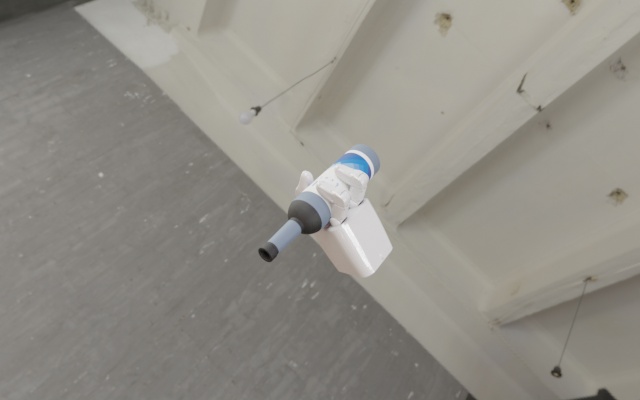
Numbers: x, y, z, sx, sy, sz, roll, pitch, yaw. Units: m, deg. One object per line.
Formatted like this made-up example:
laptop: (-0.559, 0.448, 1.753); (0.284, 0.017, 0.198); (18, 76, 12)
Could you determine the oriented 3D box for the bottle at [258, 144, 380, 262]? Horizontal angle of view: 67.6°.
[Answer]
bottle: (0.000, 0.002, 0.804); (0.069, 0.069, 0.295); (0, 33, 42)
